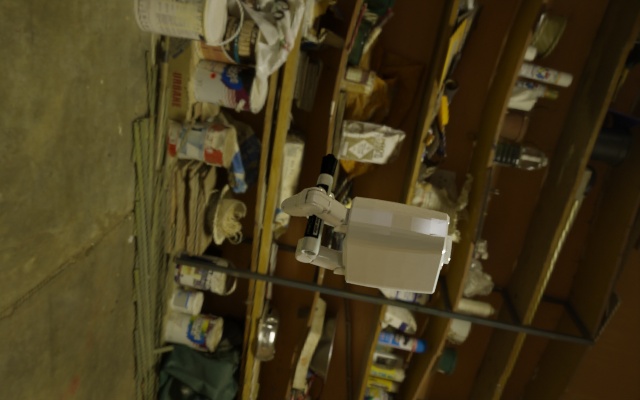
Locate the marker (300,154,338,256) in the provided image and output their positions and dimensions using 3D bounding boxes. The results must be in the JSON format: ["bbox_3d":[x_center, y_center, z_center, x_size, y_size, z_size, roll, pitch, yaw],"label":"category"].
[{"bbox_3d":[0.000,0.002,0.532,0.020,0.121,0.020,11,-23,5],"label":"marker"}]
